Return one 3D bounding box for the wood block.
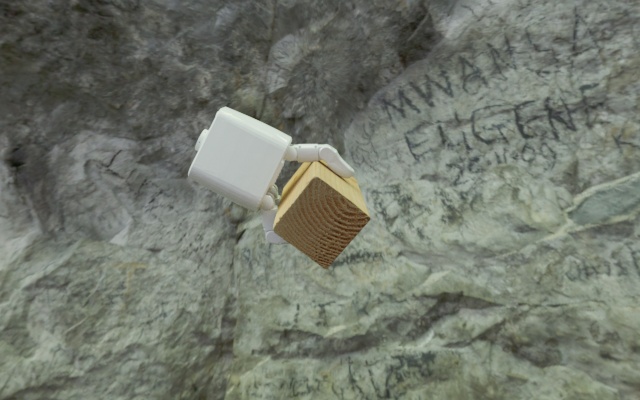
[{"bbox_3d":[0.000,0.002,0.682,0.090,0.091,0.206,37,12,-10],"label":"wood block"}]
